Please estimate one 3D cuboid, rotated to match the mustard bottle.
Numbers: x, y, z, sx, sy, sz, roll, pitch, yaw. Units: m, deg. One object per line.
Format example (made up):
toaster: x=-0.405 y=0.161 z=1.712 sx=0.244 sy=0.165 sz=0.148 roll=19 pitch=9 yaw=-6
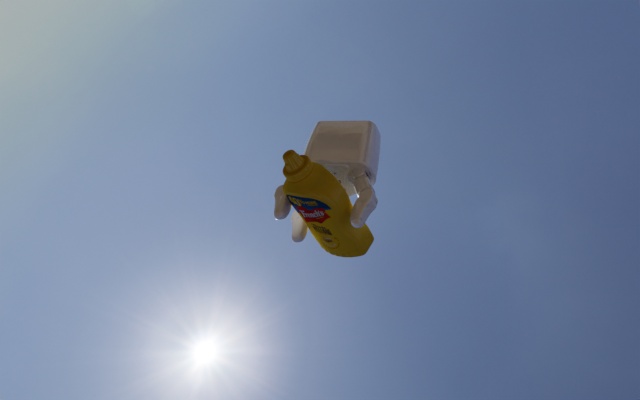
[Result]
mustard bottle: x=0.000 y=0.003 z=0.679 sx=0.096 sy=0.058 sz=0.192 roll=11 pitch=-35 yaw=42
